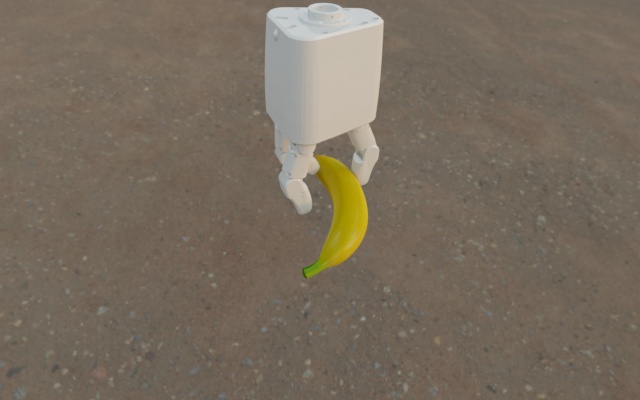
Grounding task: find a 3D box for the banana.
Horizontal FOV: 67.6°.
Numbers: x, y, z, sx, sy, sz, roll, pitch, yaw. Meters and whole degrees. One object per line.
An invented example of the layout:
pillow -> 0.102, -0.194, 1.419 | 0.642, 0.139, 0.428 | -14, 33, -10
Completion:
banana -> 0.019, 0.004, 0.545 | 0.069, 0.037, 0.197 | 0, 40, 3
